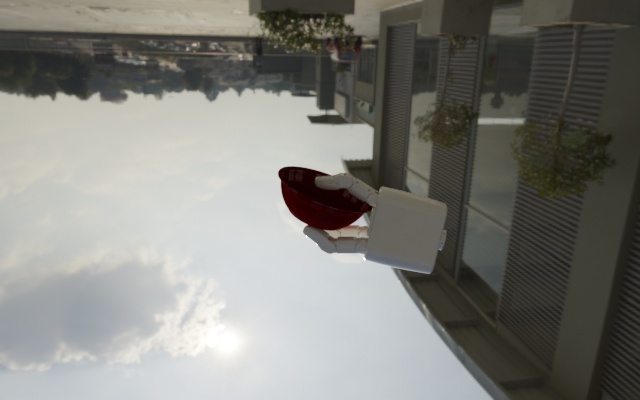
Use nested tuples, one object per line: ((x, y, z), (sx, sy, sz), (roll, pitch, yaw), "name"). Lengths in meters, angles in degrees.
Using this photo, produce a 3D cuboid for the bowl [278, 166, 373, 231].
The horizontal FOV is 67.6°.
((-0.001, 0.002, 0.769), (0.162, 0.055, 0.162), (19, 19, -7), "bowl")
